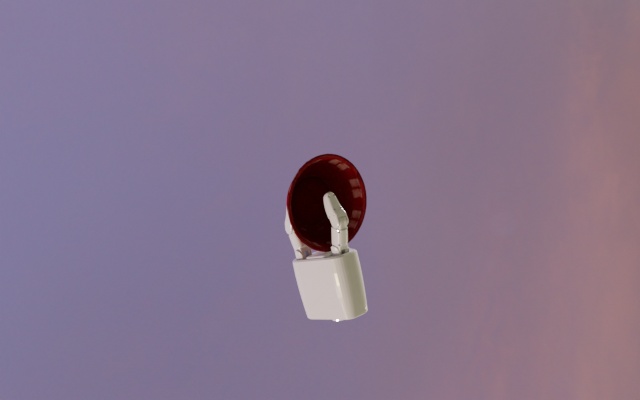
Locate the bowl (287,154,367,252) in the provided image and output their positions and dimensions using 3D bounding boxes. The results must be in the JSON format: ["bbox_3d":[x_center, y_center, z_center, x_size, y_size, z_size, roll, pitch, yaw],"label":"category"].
[{"bbox_3d":[0.000,0.001,0.803,0.162,0.162,0.055,0,4,-36],"label":"bowl"}]
